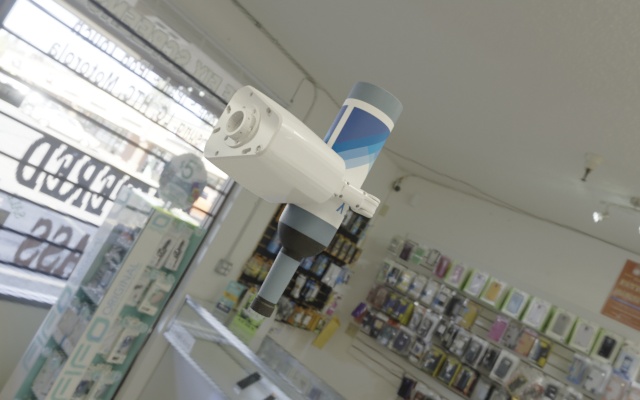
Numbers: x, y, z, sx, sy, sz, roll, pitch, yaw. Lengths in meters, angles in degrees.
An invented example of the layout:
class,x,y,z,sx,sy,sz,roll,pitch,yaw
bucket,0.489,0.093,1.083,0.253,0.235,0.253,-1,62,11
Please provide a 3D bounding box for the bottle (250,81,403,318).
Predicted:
class,x,y,z,sx,sy,sz,roll,pitch,yaw
bottle,0.000,0.002,0.569,0.069,0.295,0.069,29,-5,3
